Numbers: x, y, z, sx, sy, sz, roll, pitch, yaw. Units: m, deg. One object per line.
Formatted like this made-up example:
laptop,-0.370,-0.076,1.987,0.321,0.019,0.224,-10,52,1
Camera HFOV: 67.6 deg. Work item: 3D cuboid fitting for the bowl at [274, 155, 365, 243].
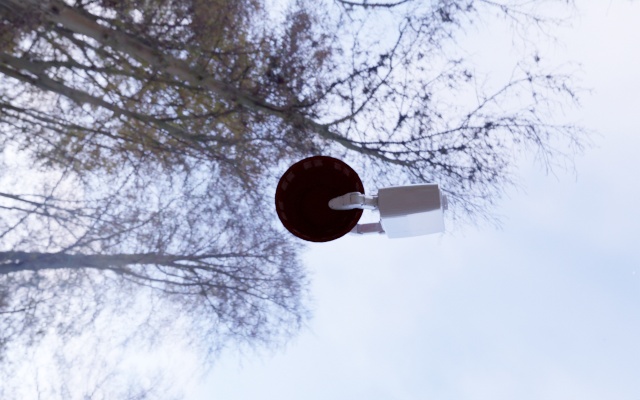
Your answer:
bowl,-0.001,0.003,0.863,0.162,0.162,0.055,0,-17,3
